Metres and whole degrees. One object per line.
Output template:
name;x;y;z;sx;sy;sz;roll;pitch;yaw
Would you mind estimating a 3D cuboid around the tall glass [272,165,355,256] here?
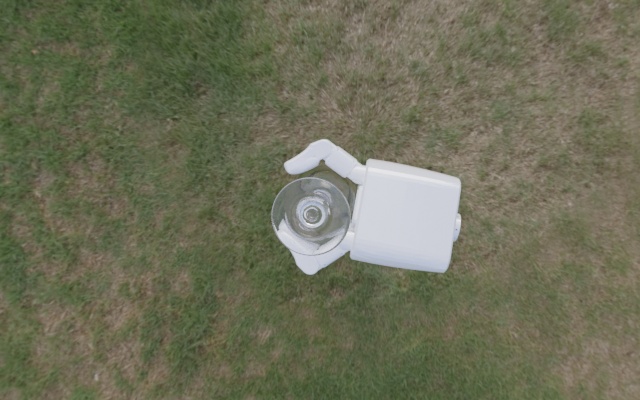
tall glass;0.000;0.002;0.541;0.079;0.079;0.201;0;8;5
